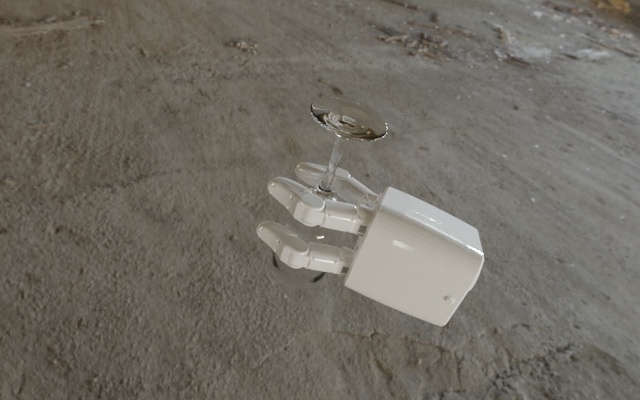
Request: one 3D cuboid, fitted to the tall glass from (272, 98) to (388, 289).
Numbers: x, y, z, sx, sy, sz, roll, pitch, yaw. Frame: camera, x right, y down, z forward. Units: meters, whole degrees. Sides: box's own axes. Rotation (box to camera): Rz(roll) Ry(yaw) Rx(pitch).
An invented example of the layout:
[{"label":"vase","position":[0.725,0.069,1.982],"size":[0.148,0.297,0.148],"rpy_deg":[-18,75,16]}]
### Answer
[{"label":"tall glass","position":[0.000,0.001,0.492],"size":[0.079,0.201,0.079],"rpy_deg":[13,36,-9]}]
